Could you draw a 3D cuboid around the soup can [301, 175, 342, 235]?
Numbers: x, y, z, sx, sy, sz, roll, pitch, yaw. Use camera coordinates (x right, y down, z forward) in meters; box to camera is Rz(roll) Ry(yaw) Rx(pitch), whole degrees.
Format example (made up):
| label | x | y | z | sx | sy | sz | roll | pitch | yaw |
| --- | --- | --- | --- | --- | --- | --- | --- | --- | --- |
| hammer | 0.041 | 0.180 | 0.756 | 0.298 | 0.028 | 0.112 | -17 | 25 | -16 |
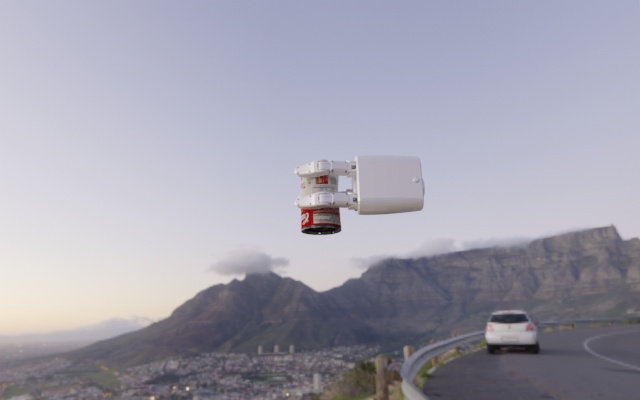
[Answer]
| label | x | y | z | sx | sy | sz | roll | pitch | yaw |
| --- | --- | --- | --- | --- | --- | --- | --- | --- | --- |
| soup can | 0.000 | 0.002 | 0.810 | 0.068 | 0.102 | 0.068 | -1 | -15 | 0 |
